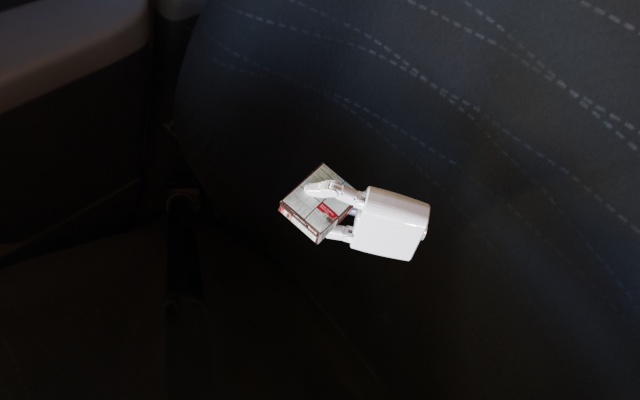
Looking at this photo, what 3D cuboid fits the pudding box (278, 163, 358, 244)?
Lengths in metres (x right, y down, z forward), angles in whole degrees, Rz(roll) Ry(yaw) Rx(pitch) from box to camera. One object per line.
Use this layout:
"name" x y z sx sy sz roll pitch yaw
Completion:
"pudding box" 0.000 0.003 0.799 0.113 0.090 0.039 -43 -15 -28
